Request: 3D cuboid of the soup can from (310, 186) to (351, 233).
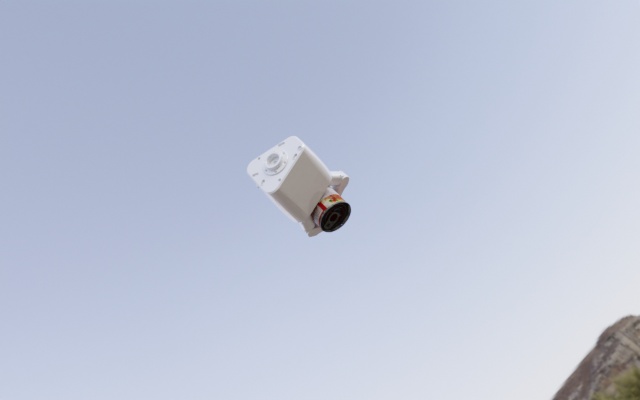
[{"bbox_3d":[0.000,0.003,0.889,0.068,0.068,0.102,0,33,-41],"label":"soup can"}]
